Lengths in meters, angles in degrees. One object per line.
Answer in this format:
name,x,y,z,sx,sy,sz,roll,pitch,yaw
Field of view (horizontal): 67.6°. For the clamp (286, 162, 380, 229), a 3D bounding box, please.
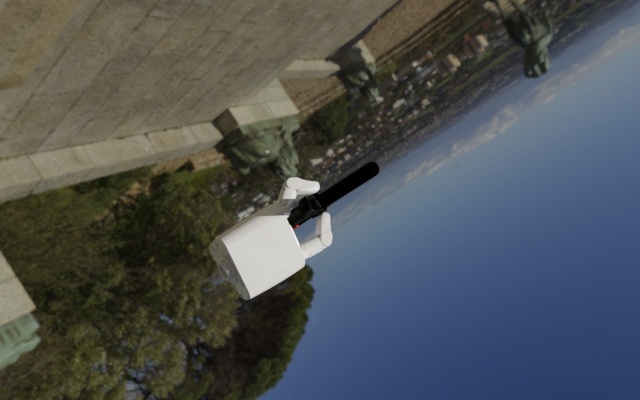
clamp,0.000,0.004,0.806,0.164,0.036,0.210,-28,-4,-28
